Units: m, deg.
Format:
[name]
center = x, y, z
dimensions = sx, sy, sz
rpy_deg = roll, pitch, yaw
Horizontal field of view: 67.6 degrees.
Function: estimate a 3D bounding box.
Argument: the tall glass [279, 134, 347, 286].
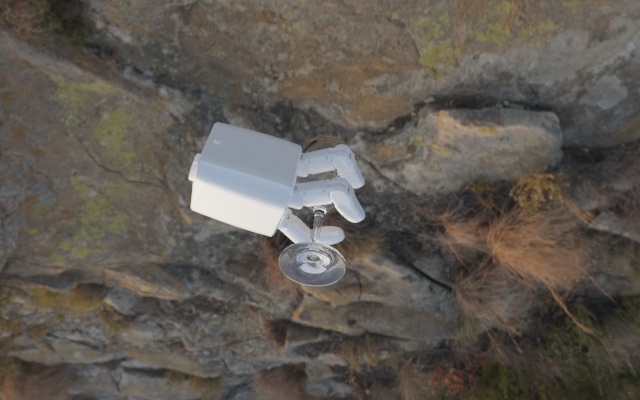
[tall glass]
center = 0.000, 0.002, 0.587
dimensions = 0.079, 0.079, 0.200
rpy_deg = 0, 43, 8
